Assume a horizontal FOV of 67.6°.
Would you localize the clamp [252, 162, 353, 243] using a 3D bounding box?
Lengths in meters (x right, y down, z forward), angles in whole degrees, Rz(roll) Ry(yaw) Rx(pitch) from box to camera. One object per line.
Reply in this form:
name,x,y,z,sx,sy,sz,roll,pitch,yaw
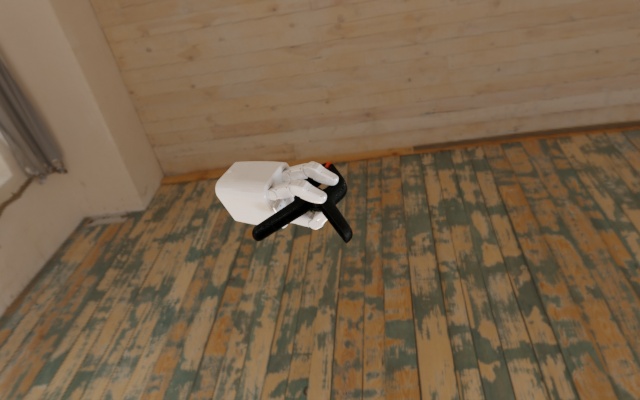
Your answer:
clamp,0.000,0.003,0.804,0.164,0.036,0.210,5,38,24
